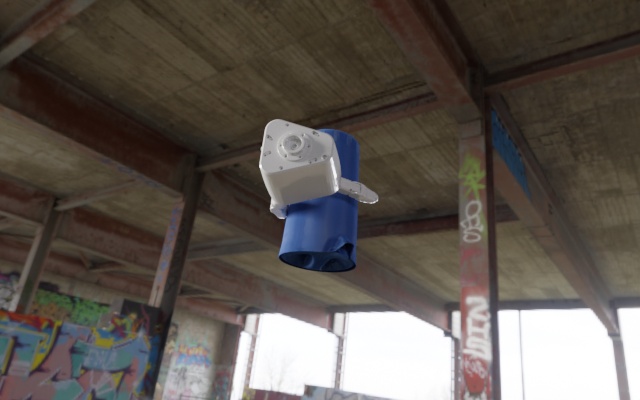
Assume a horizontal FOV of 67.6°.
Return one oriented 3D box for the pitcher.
[{"bbox_3d":[0.000,0.003,0.861,0.149,0.242,0.145,3,-23,10],"label":"pitcher"}]
